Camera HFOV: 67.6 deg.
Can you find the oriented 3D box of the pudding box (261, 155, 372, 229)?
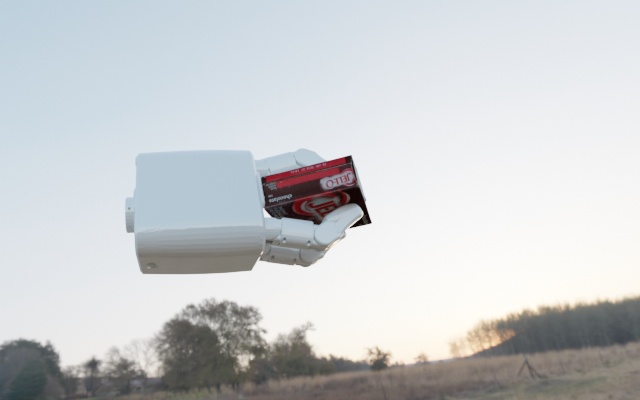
[{"bbox_3d":[0.000,0.001,0.482,0.090,0.039,0.113,-13,-21,8],"label":"pudding box"}]
